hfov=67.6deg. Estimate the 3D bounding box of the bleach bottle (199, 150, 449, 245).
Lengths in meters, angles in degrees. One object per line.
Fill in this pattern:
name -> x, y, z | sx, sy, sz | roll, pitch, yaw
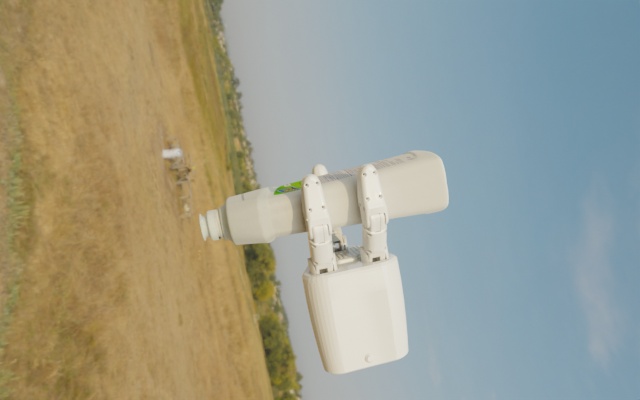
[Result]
bleach bottle -> 0.000, 0.002, 0.510 | 0.251, 0.068, 0.102 | -12, 7, -8
